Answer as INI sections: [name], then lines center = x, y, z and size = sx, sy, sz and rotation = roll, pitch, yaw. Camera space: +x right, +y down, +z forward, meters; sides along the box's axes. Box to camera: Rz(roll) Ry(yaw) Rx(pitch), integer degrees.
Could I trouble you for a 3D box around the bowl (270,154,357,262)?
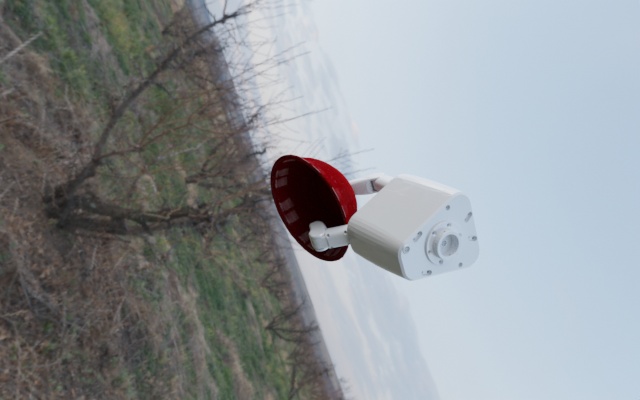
[bowl]
center = 0.000, 0.002, 0.667
size = 0.055, 0.162, 0.162
rotation = -30, 17, -32
